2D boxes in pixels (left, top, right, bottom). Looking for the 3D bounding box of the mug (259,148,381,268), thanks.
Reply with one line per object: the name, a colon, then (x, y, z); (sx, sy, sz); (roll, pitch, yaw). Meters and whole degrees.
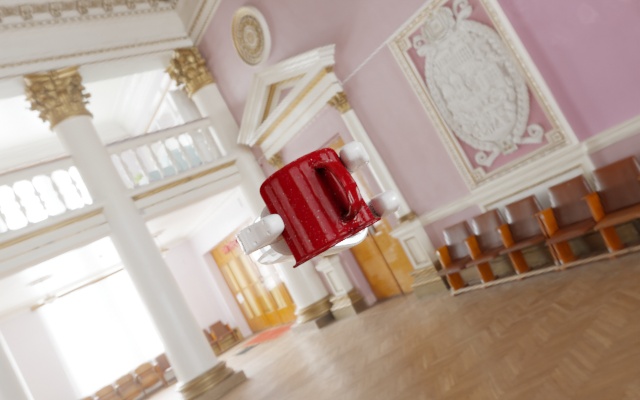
mug: (0.000, 0.001, 0.430); (0.093, 0.081, 0.117); (-27, -6, -25)
